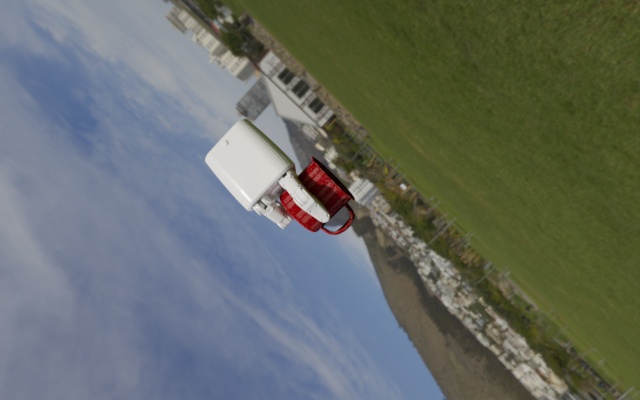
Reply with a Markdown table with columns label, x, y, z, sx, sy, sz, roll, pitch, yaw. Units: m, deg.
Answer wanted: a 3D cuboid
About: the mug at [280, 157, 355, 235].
| label | x | y | z | sx | sy | sz | roll | pitch | yaw |
| --- | --- | --- | --- | --- | --- | --- | --- | --- | --- |
| mug | 0.001 | 0.004 | 0.727 | 0.081 | 0.117 | 0.093 | -45 | -10 | 8 |
